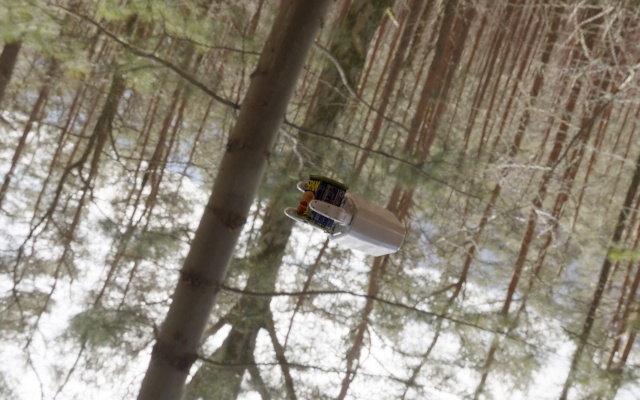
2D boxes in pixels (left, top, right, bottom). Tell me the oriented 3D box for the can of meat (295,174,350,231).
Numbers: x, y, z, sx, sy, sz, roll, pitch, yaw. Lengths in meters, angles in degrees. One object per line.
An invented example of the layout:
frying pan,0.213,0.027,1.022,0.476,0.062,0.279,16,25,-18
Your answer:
can of meat,0.000,0.003,0.860,0.057,0.084,0.102,22,-2,-18
